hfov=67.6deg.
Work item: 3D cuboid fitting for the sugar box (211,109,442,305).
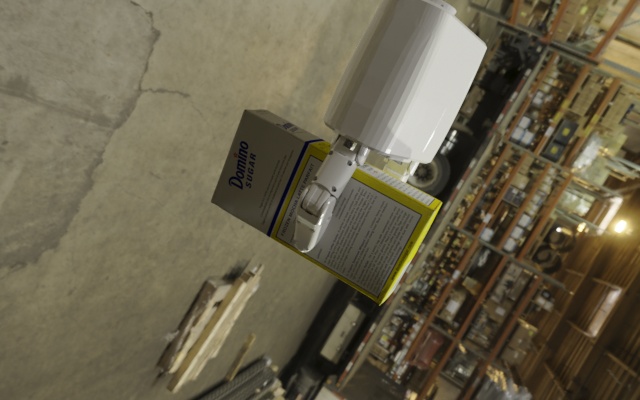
[{"bbox_3d":[0.000,0.001,0.404,0.176,0.093,0.048,31,20,17],"label":"sugar box"}]
